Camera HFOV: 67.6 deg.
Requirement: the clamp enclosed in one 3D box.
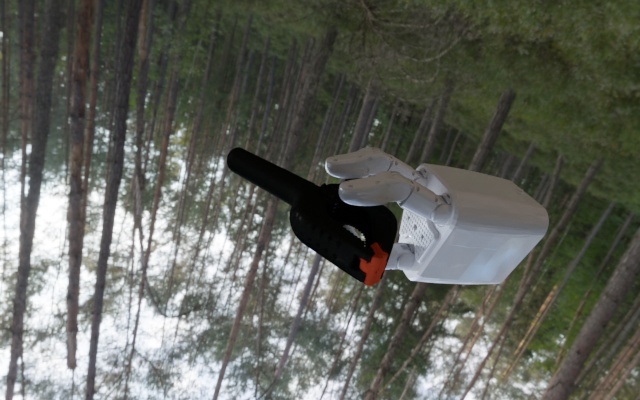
[{"bbox_3d":[0.000,0.002,0.437,0.164,0.036,0.210,4,28,-15],"label":"clamp"}]
